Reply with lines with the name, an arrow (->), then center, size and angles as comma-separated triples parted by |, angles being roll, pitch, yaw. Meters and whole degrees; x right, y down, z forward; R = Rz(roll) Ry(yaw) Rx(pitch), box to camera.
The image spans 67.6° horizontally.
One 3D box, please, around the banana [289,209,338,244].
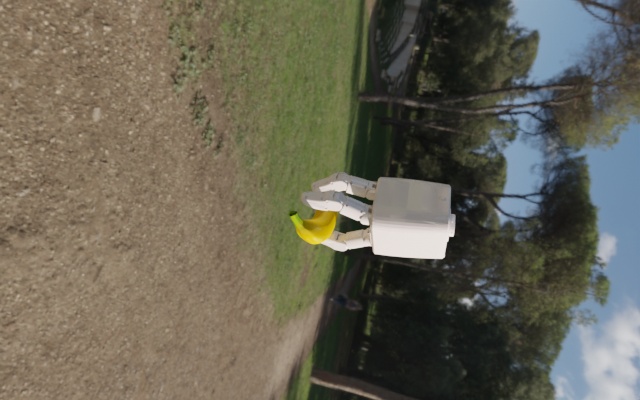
banana -> 0.002, 0.021, 0.735 | 0.037, 0.070, 0.197 | -4, 15, 16
